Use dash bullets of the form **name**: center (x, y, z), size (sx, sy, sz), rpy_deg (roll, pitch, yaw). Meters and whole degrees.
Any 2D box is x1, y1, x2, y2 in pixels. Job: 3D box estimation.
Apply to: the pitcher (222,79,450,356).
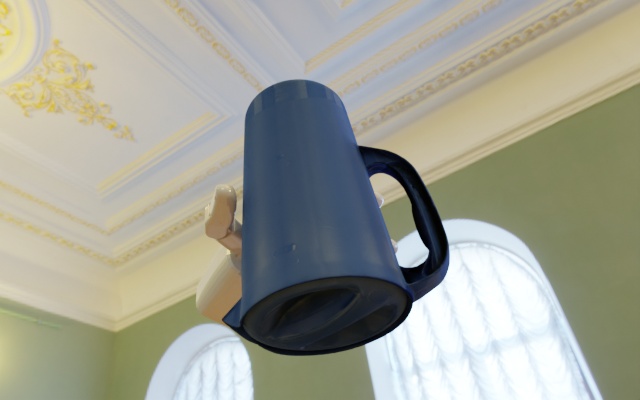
- **pitcher**: center (0.000, 0.002, 0.432), size (0.149, 0.242, 0.145), rpy_deg (14, -44, -27)
